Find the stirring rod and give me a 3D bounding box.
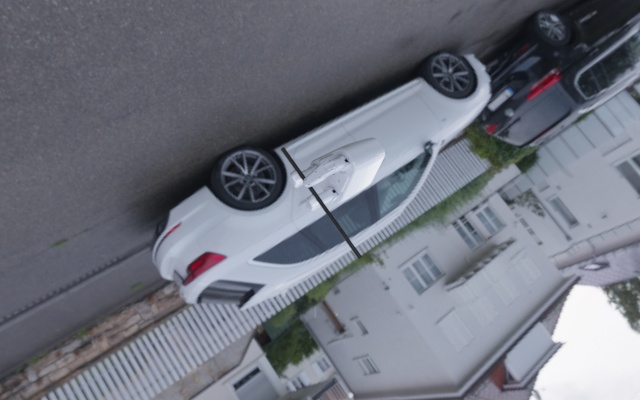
[{"bbox_3d":[0.000,0.003,0.842,0.011,0.239,0.011,-34,-9,-6],"label":"stirring rod"}]
